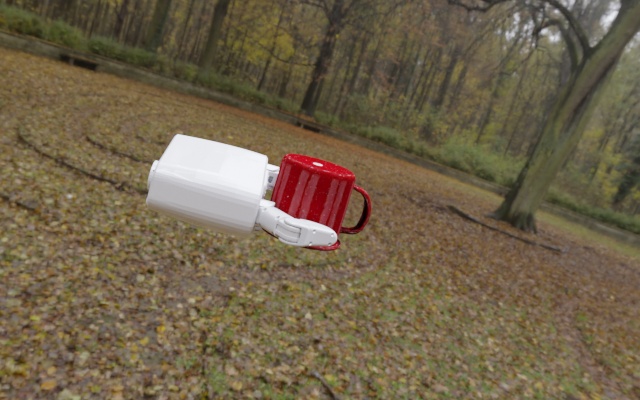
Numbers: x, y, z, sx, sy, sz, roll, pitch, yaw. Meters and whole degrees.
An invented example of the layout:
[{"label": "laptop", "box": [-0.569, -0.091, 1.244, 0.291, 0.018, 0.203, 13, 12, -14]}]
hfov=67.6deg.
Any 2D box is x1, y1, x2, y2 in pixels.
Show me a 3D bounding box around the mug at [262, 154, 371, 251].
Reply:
[{"label": "mug", "box": [0.002, 0.002, 0.519, 0.117, 0.081, 0.093, 14, 12, -12]}]
